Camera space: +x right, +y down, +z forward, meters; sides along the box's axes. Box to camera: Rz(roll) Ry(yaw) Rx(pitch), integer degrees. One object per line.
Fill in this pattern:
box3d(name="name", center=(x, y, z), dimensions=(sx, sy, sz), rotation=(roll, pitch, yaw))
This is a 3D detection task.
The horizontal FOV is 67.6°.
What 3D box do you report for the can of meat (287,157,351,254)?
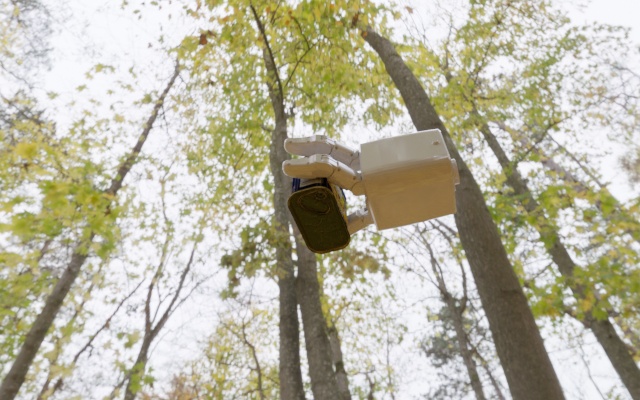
box3d(name="can of meat", center=(0.000, 0.002, 0.612), dimensions=(0.057, 0.102, 0.084), rotation=(-15, 35, 12))
